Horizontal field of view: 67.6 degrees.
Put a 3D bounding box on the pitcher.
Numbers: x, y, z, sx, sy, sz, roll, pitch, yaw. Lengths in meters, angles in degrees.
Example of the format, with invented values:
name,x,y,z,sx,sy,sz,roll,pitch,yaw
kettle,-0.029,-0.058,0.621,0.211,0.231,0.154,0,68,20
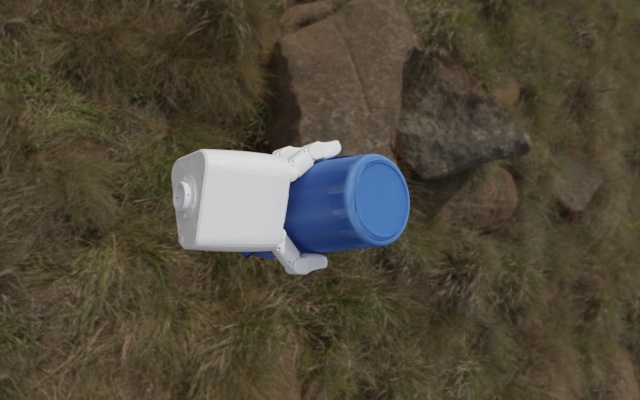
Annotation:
name,x,y,z,sx,sy,sz,roll,pitch,yaw
pitcher,0.000,0.002,0.639,0.145,0.149,0.243,4,-8,-39
